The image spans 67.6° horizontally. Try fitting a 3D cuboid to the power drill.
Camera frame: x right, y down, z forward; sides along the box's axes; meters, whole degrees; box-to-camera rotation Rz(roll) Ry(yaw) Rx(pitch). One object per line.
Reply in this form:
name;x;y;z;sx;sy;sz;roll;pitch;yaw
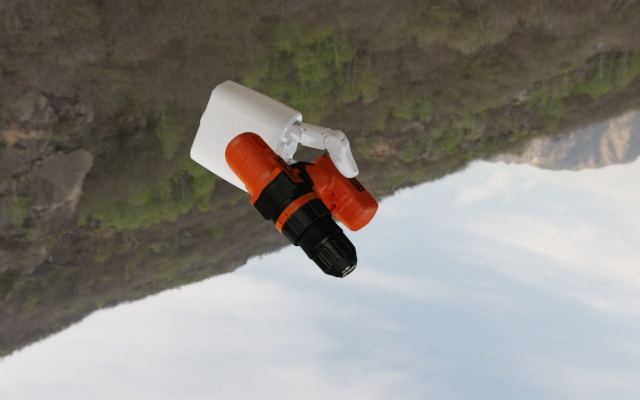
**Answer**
power drill;0.000;0.002;0.538;0.057;0.184;0.187;-46;-18;17
